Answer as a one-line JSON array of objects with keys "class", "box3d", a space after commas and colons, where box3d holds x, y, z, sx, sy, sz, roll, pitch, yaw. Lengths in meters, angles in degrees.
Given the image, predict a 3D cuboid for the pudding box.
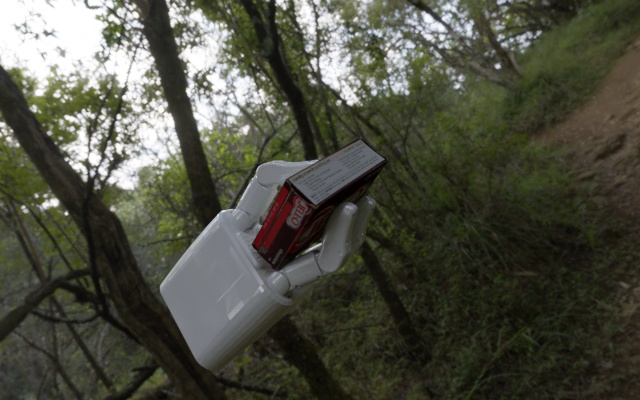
[{"class": "pudding box", "box3d": [0.000, 0.001, 0.419, 0.113, 0.039, 0.090, -36, -15, -45]}]
